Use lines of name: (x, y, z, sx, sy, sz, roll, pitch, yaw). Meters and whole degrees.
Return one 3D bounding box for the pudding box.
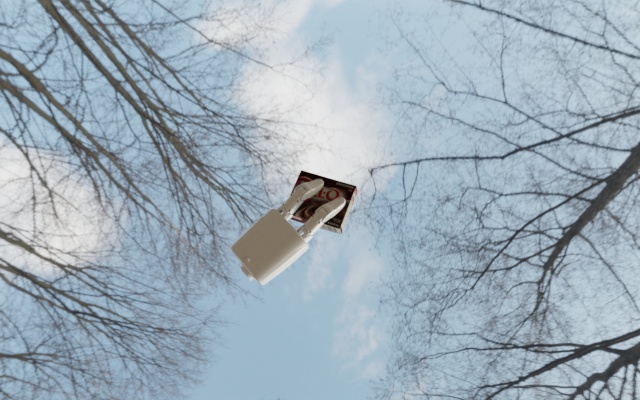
pudding box: (0.000, 0.003, 0.873, 0.113, 0.090, 0.039, 17, -21, 12)
